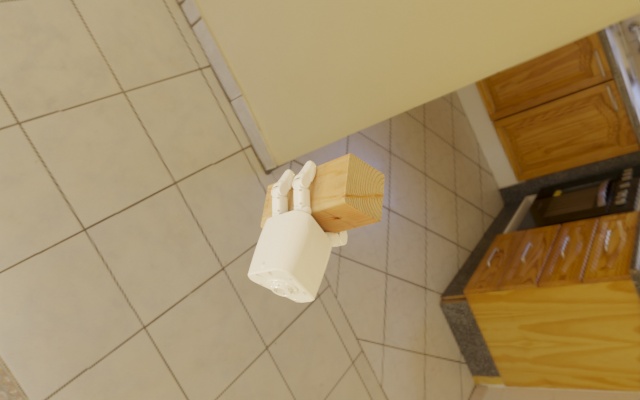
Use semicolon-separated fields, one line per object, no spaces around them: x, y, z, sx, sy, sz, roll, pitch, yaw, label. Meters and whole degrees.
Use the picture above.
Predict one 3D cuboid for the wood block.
0.000;0.003;0.826;0.206;0.090;0.091;-17;-35;42;wood block
